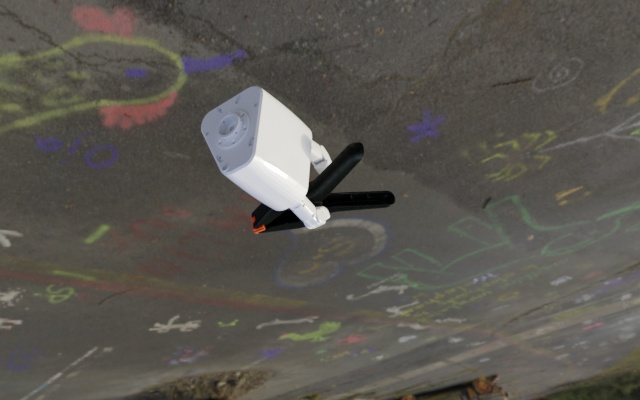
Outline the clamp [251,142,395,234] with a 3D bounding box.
[{"bbox_3d":[0.000,0.003,0.685,0.210,0.036,0.165,-25,-33,20],"label":"clamp"}]
